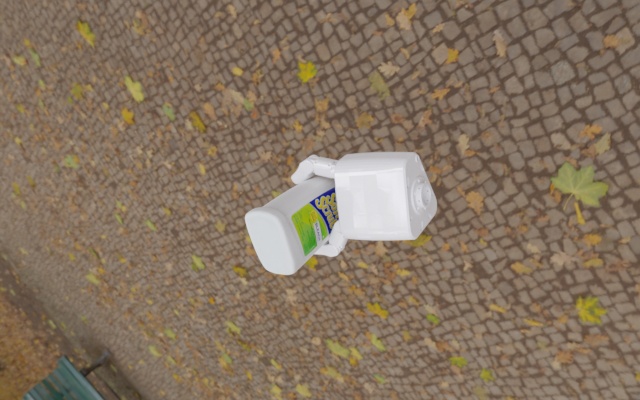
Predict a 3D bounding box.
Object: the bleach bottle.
[{"bbox_3d":[0.000,0.002,0.715,0.068,0.103,0.250,2,28,37],"label":"bleach bottle"}]
